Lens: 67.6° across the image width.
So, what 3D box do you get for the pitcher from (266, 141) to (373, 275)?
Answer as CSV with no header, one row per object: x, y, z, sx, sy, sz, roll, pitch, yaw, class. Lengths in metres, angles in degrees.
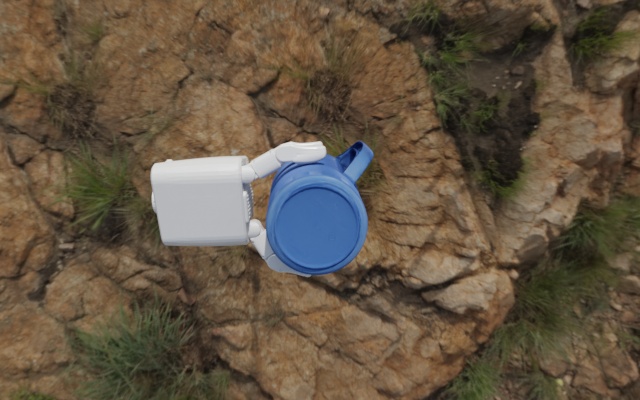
0.000,0.002,0.608,0.145,0.149,0.243,-1,8,-2,pitcher
